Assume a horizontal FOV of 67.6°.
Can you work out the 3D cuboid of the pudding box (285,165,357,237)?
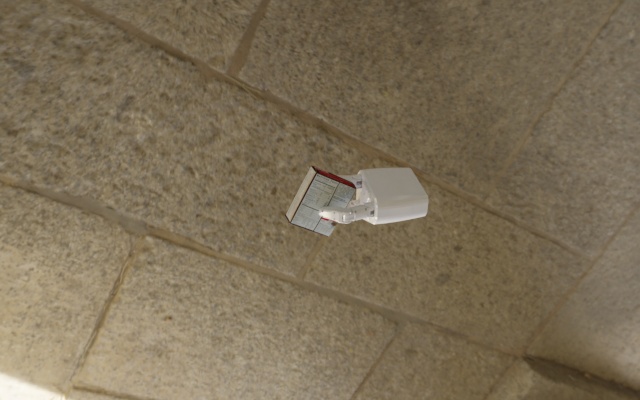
[{"bbox_3d":[0.000,0.003,0.877,0.090,0.113,0.039,22,15,-24],"label":"pudding box"}]
